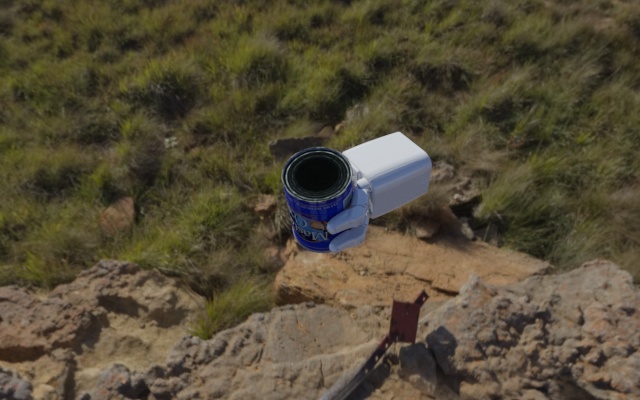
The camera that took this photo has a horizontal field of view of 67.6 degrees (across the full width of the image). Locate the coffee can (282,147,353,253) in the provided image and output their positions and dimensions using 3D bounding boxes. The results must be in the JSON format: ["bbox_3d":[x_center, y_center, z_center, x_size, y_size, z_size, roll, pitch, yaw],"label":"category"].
[{"bbox_3d":[0.000,0.003,0.736,0.103,0.102,0.140,0,-36,5],"label":"coffee can"}]
